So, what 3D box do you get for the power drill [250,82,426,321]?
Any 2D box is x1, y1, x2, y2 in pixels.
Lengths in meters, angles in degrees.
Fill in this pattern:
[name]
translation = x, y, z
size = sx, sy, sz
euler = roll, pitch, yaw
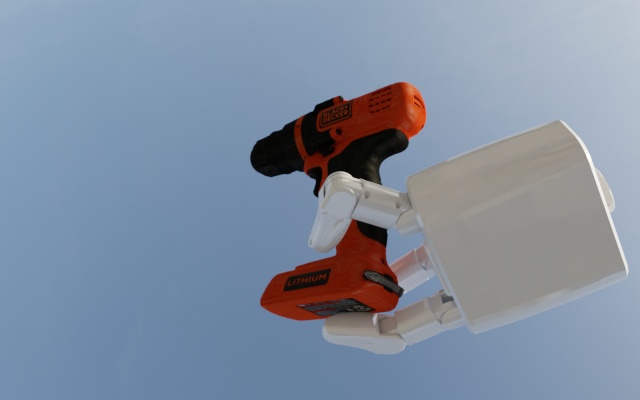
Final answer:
[power drill]
translation = 0.000, 0.002, 0.402
size = 0.184, 0.187, 0.057
euler = -16, -32, 37
